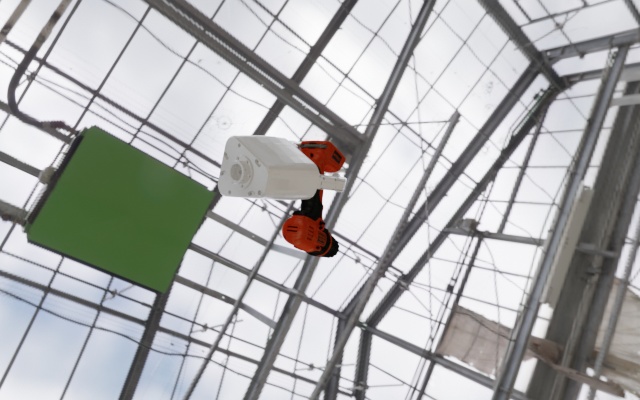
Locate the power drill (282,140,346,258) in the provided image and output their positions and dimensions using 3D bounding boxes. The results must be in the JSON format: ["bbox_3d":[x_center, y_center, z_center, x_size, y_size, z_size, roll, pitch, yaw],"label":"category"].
[{"bbox_3d":[0.000,0.002,0.830,0.057,0.187,0.184,2,-14,21],"label":"power drill"}]
